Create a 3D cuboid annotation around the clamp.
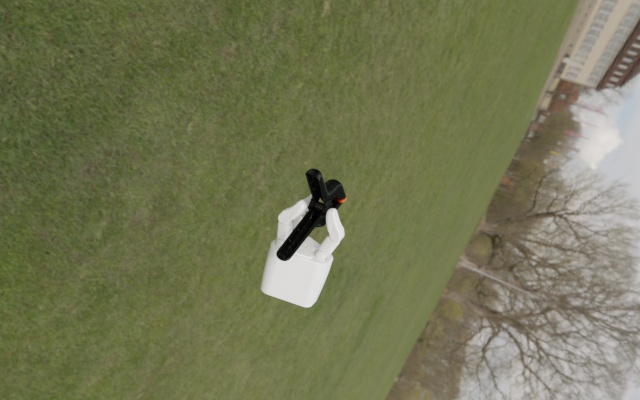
[{"bbox_3d":[0.001,0.003,0.839,0.036,0.165,0.210,28,26,16],"label":"clamp"}]
